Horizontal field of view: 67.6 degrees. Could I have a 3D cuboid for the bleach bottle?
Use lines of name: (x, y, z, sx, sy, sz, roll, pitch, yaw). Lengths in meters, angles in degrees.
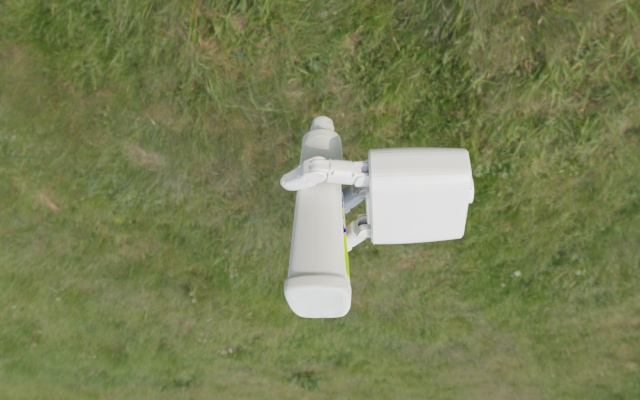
bleach bottle: (0.000, 0.002, 0.560, 0.068, 0.250, 0.103, -1, -30, 4)
